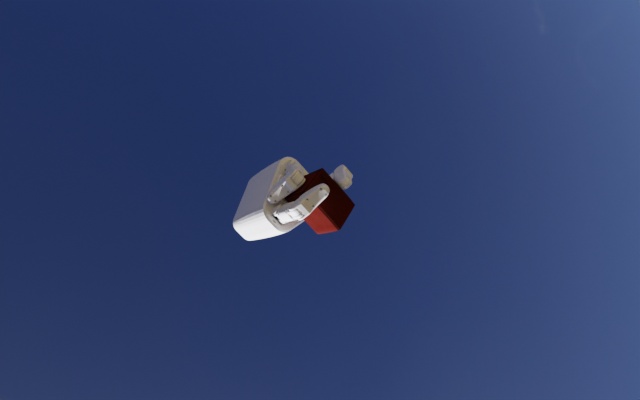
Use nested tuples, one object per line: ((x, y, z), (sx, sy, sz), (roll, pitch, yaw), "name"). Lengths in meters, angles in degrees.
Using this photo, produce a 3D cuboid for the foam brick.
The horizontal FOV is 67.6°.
((0.000, 0.003, 0.686), (0.051, 0.078, 0.053), (-20, 28, 51), "foam brick")
